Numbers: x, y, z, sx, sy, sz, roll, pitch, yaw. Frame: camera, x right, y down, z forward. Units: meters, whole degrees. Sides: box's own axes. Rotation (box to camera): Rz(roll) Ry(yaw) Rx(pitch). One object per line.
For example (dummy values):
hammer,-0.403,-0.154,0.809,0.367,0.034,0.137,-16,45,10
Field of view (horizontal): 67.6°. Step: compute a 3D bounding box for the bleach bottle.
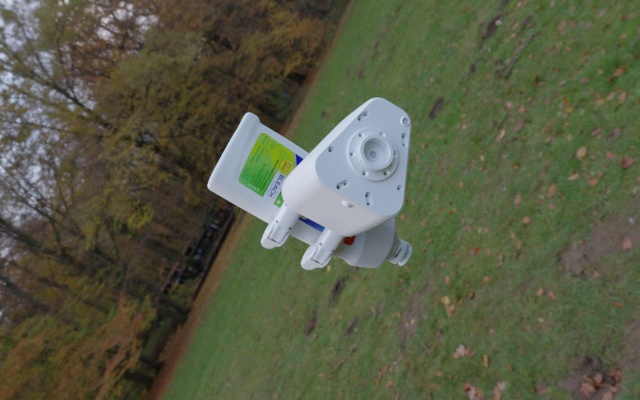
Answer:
bleach bottle,0.000,0.002,0.569,0.251,0.102,0.068,28,-16,-10
